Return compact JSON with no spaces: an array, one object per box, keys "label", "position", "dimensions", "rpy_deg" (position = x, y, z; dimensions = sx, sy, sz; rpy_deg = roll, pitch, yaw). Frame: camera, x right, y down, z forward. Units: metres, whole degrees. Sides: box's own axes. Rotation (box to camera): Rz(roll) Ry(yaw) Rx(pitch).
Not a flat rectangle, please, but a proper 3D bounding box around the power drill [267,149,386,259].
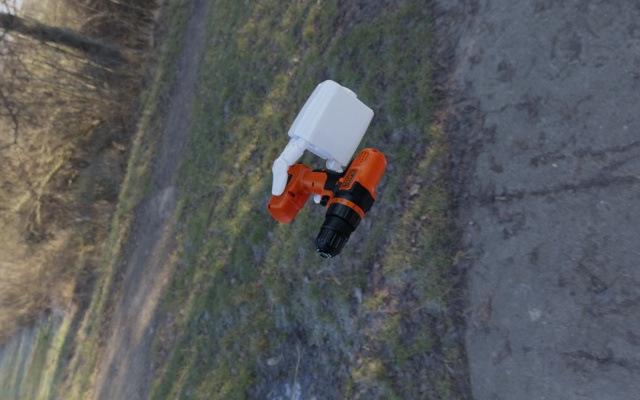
[{"label":"power drill","position":[0.000,0.002,0.751],"dimensions":[0.187,0.184,0.057],"rpy_deg":[3,-35,47]}]
